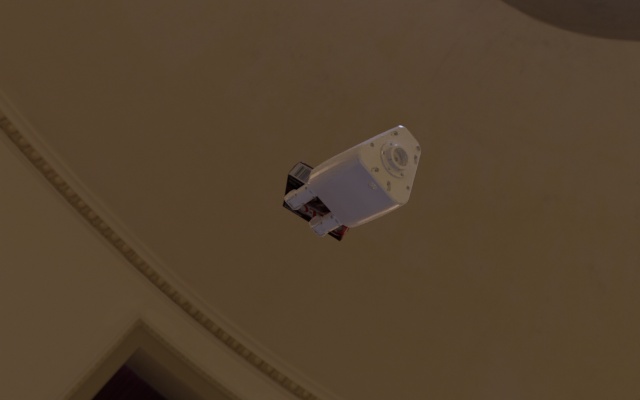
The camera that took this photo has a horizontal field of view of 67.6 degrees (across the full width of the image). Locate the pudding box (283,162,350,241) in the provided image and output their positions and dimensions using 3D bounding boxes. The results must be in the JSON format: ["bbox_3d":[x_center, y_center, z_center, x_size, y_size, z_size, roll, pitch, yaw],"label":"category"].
[{"bbox_3d":[0.000,0.002,0.732,0.113,0.039,0.090,33,-34,11],"label":"pudding box"}]
